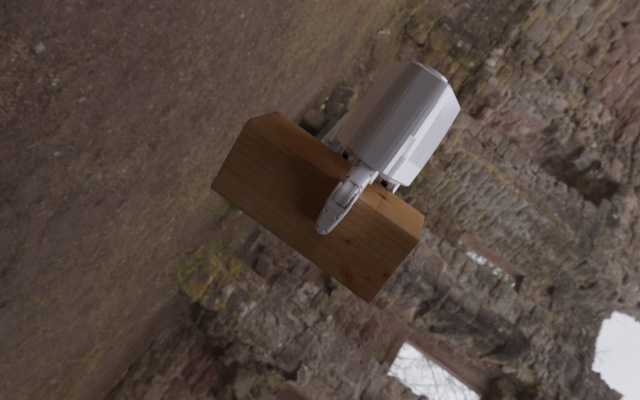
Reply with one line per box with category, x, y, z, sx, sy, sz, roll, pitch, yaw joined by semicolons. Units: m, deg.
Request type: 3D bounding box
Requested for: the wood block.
wood block;0.000;0.002;0.519;0.206;0.090;0.090;36;22;4
